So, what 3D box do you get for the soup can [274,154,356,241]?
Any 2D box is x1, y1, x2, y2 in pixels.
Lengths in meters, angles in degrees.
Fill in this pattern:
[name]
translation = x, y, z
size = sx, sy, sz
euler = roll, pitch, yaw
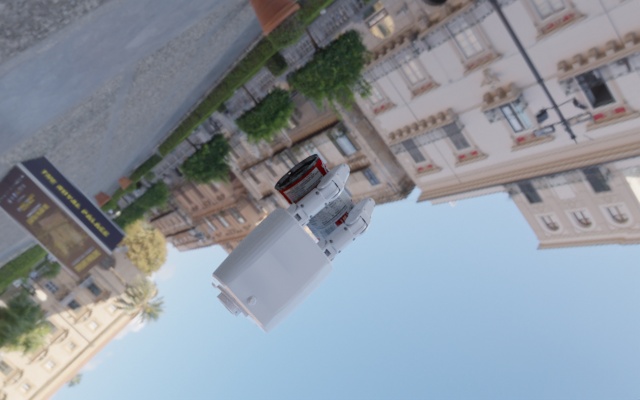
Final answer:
[soup can]
translation = 0.001, 0.002, 0.600
size = 0.068, 0.102, 0.068
euler = -36, 15, 11
